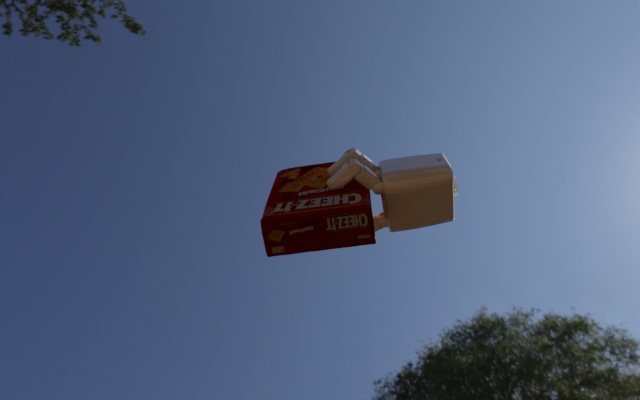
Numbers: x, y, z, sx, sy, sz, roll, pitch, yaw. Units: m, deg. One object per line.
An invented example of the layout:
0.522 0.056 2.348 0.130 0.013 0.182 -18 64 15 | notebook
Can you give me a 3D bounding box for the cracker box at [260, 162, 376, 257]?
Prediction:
0.000 0.003 0.781 0.164 0.072 0.213 -8 22 6 | cracker box
